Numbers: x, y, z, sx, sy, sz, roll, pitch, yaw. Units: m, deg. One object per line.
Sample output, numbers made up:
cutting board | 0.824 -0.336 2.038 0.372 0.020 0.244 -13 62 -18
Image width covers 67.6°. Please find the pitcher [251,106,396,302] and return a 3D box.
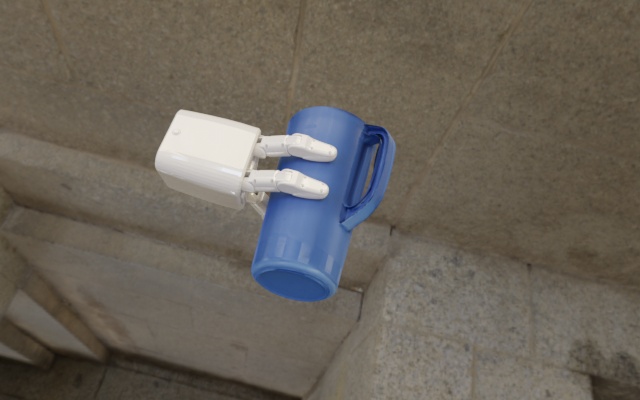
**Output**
pitcher | 0.000 0.002 0.631 0.145 0.242 0.149 17 -32 -5
